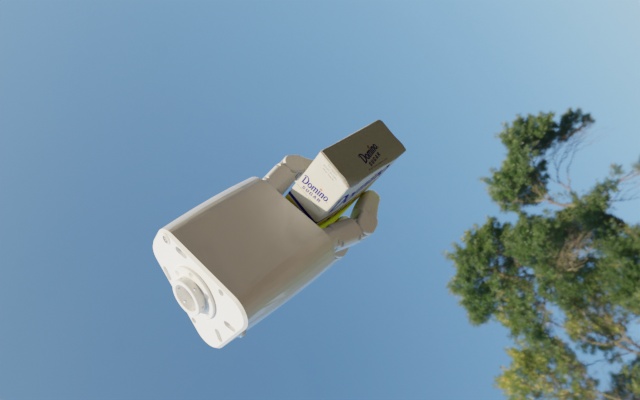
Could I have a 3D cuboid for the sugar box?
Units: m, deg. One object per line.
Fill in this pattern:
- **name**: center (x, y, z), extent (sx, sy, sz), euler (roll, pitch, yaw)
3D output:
- **sugar box**: center (0.000, 0.002, 0.472), extent (0.093, 0.048, 0.176), euler (-33, -8, -42)
